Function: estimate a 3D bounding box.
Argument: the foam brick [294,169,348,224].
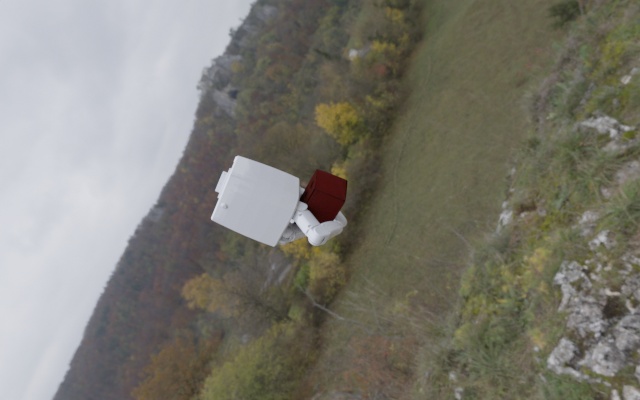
[{"bbox_3d":[0.000,0.002,0.719,0.051,0.078,0.053,23,36,-11],"label":"foam brick"}]
